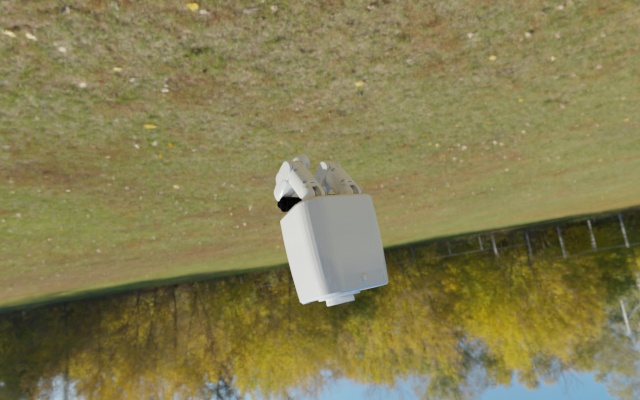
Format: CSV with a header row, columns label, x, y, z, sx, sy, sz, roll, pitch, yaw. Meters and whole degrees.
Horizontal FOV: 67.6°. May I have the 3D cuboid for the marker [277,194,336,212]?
label,x,y,z,sx,sy,sz,roll,pitch,yaw
marker,0.000,0.002,0.595,0.121,0.020,0.020,-4,2,-36
